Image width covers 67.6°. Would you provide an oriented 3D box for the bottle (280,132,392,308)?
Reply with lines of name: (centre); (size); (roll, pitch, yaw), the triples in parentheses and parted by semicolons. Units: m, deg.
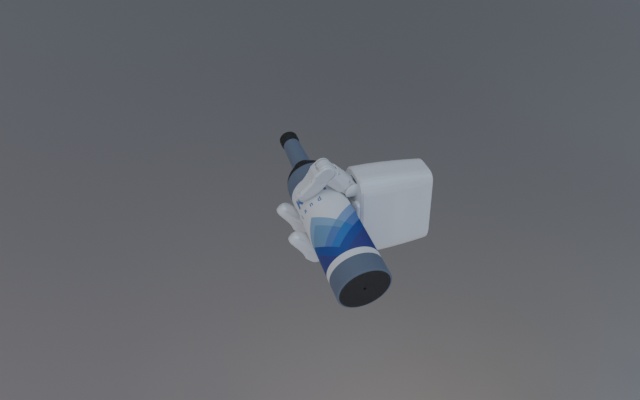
bottle: (0.000, 0.002, 0.625); (0.069, 0.069, 0.295); (0, 41, -26)
